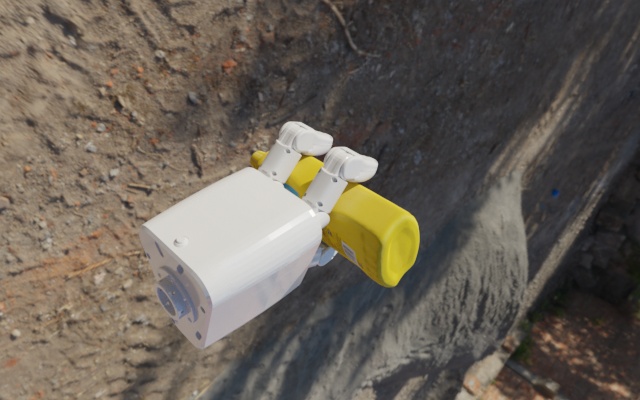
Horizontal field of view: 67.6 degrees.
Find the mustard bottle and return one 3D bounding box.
[{"bbox_3d":[0.000,0.001,0.452,0.191,0.058,0.096,33,-18,31],"label":"mustard bottle"}]
